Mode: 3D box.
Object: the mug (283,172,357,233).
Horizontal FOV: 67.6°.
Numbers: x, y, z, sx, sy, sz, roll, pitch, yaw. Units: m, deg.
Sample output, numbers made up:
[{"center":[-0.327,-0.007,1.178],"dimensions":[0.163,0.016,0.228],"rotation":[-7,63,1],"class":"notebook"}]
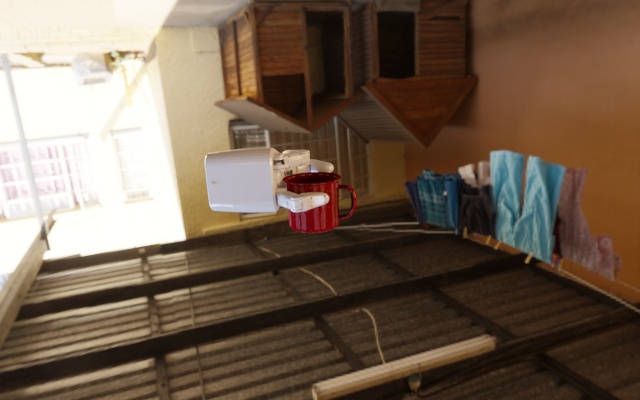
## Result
[{"center":[0.002,0.003,0.765],"dimensions":[0.117,0.081,0.093],"rotation":[0,15,9],"class":"mug"}]
